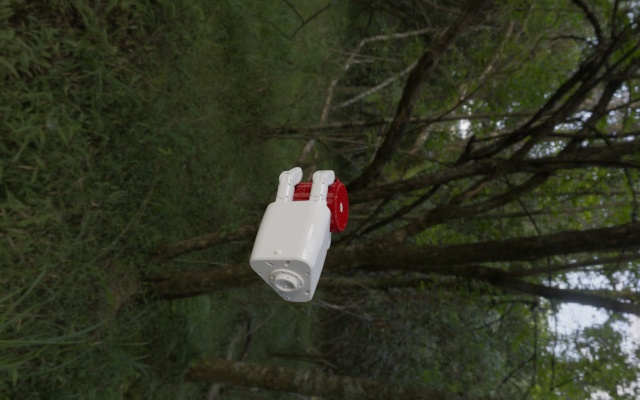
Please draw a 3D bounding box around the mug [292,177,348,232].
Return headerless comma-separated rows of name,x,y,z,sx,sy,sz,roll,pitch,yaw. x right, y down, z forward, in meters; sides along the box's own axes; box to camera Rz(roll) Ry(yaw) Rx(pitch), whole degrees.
mug,0.001,0.002,0.791,0.081,0.117,0.093,-1,-43,18
